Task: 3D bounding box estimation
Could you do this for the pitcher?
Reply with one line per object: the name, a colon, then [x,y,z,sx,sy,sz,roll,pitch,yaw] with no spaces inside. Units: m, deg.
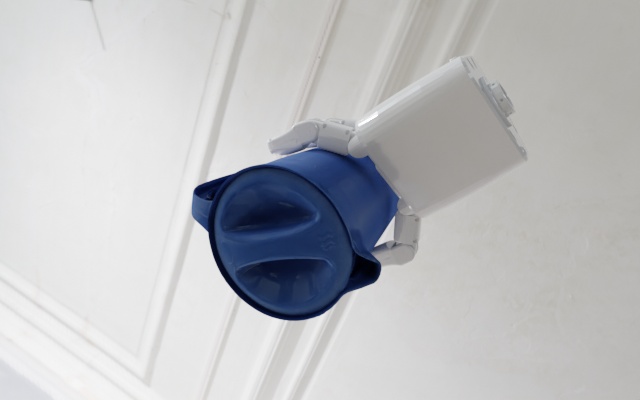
pitcher: [0.000,0.002,0.484,0.145,0.149,0.242,-31,2,29]
